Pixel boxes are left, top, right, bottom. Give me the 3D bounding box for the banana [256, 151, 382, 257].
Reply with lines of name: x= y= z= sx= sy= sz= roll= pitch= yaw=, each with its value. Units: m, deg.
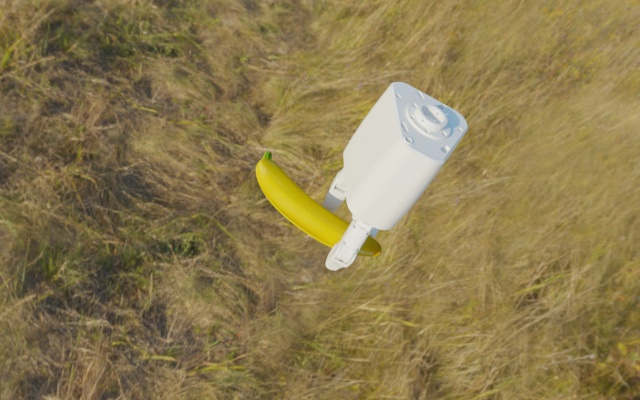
banana: x=-0.013 y=0.007 z=0.571 sx=0.069 sy=0.197 sz=0.037 roll=-34 pitch=-19 yaw=-46
